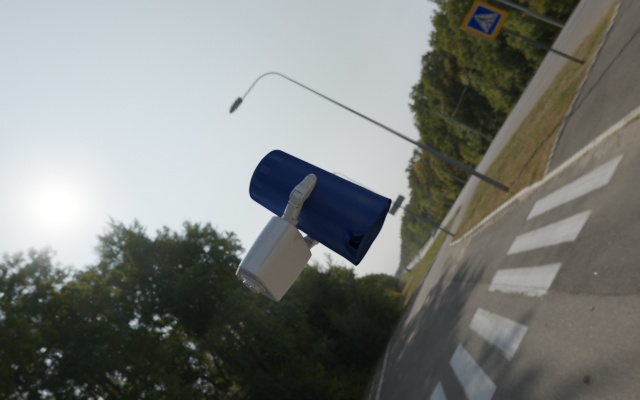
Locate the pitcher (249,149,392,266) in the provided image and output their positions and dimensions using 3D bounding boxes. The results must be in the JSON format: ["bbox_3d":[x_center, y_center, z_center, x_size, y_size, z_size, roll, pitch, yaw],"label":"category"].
[{"bbox_3d":[0.000,0.003,0.871,0.243,0.145,0.149,29,-22,14],"label":"pitcher"}]
